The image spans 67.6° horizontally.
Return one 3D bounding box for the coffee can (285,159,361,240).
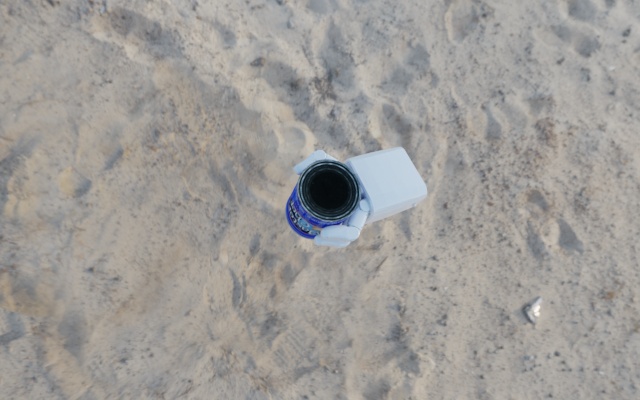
[{"bbox_3d":[0.000,0.003,0.804,0.103,0.102,0.140,0,-16,-12],"label":"coffee can"}]
